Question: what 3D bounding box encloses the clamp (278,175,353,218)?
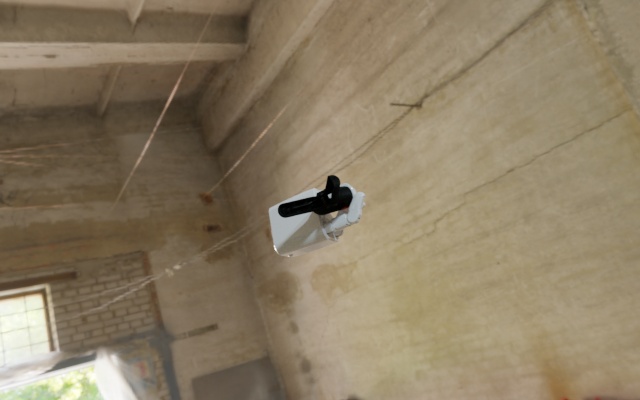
[{"bbox_3d":[0.000,0.002,0.846,0.120,0.039,0.171,-22,-16,14],"label":"clamp"}]
